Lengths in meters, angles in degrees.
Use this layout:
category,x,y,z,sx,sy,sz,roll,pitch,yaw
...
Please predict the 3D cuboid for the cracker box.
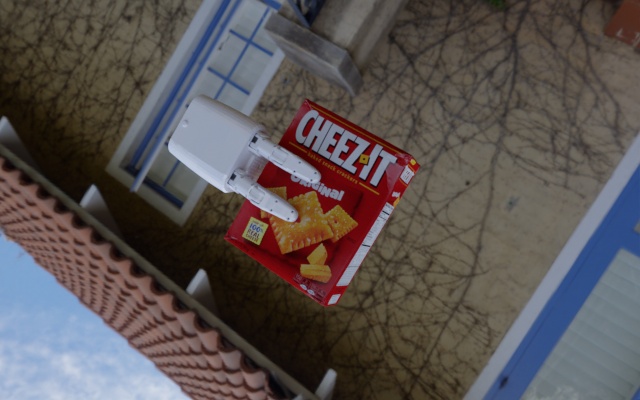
category,x,y,z,sx,sy,sz,roll,pitch,yaw
cracker box,0.000,0.002,0.615,0.164,0.214,0.072,32,4,19
